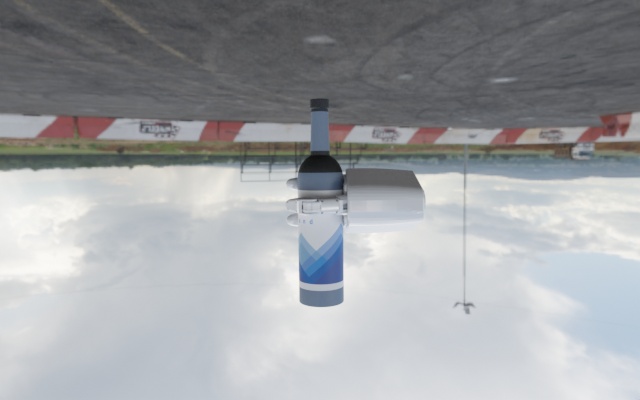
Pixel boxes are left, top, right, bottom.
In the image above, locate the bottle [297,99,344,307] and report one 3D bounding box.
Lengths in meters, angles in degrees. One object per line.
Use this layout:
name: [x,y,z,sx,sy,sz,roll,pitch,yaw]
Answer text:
bottle: [0.000,0.003,0.696,0.069,0.296,0.069,-1,5,0]
